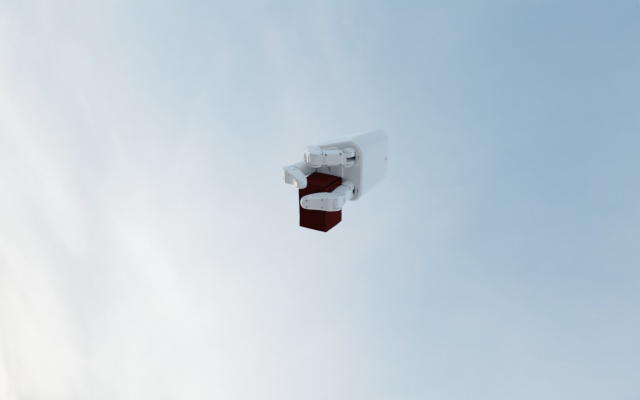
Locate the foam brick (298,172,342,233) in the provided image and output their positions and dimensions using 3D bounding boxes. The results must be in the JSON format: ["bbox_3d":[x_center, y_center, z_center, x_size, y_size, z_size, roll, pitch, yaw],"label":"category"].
[{"bbox_3d":[0.000,0.003,0.751,0.053,0.078,0.051,14,27,29],"label":"foam brick"}]
